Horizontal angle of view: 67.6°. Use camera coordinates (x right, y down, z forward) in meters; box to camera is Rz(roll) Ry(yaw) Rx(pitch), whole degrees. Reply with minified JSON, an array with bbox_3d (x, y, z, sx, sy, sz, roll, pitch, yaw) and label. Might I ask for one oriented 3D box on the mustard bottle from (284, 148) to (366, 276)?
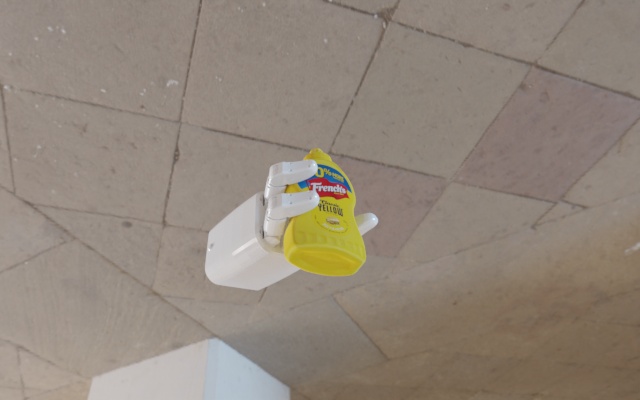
[{"bbox_3d":[0.000,0.002,0.613,0.096,0.191,0.058,14,-46,-19],"label":"mustard bottle"}]
